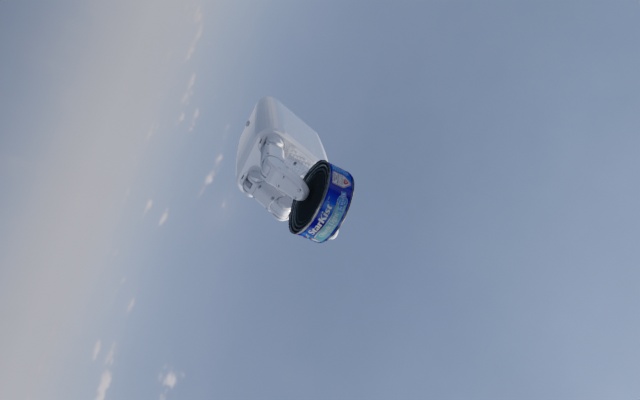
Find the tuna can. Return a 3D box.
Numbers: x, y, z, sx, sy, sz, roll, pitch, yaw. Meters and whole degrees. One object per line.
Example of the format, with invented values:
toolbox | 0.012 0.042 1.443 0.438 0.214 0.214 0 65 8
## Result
tuna can | 0.001 0.002 0.514 0.034 0.086 0.086 24 -9 -20
